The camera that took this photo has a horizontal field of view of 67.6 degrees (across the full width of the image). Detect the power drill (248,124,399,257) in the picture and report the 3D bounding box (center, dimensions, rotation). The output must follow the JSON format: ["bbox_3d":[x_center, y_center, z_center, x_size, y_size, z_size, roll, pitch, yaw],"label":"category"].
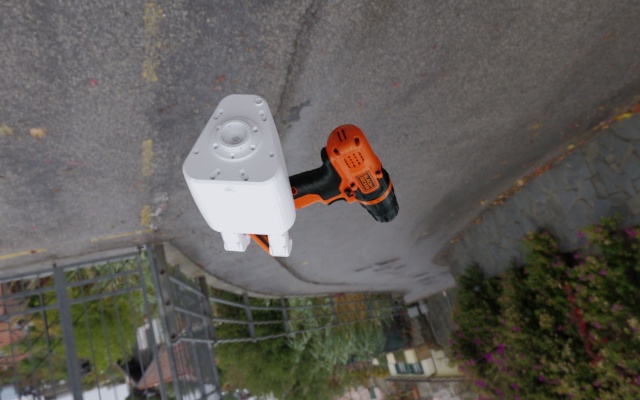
[{"bbox_3d":[0.000,0.002,0.616,0.187,0.057,0.184,-27,-42,8],"label":"power drill"}]
